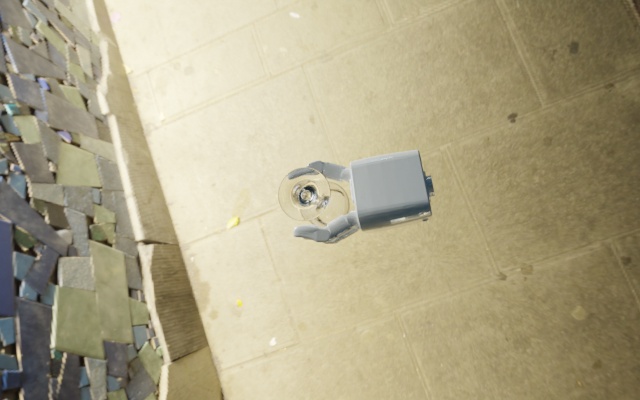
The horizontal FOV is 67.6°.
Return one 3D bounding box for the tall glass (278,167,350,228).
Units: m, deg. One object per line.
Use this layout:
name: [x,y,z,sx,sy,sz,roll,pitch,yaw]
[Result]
tall glass: [0.000,0.002,0.744,0.079,0.079,0.201,0,-7,13]
